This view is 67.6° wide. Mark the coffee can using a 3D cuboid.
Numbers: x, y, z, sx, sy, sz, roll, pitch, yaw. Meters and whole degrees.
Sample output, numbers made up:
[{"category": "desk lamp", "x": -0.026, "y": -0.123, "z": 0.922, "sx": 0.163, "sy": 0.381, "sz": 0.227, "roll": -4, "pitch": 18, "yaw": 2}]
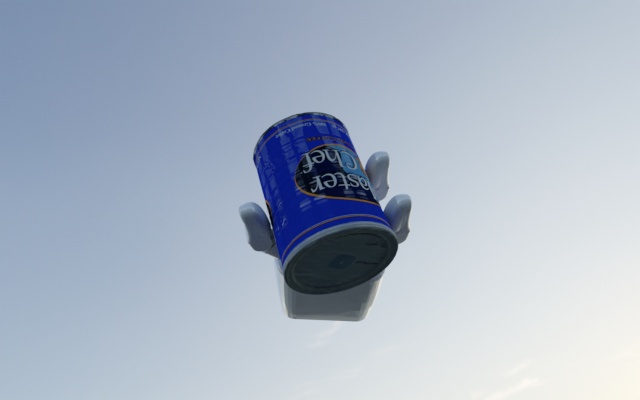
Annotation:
[{"category": "coffee can", "x": 0.000, "y": 0.001, "z": 0.448, "sx": 0.103, "sy": 0.140, "sz": 0.103, "roll": -12, "pitch": -37, "yaw": -9}]
